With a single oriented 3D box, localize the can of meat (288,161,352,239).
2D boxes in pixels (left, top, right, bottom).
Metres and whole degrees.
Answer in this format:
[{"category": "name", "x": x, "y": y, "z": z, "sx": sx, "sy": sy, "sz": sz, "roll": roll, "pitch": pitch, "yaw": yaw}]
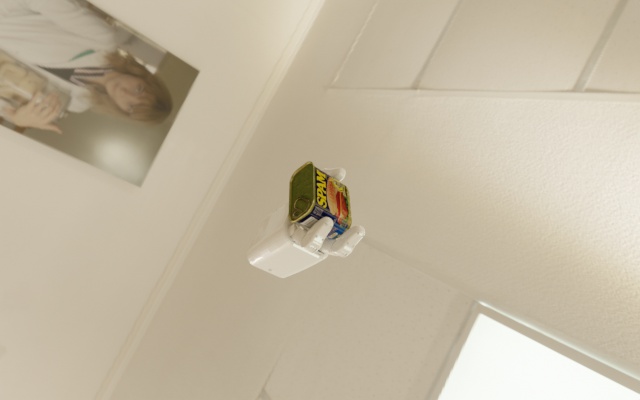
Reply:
[{"category": "can of meat", "x": 0.000, "y": 0.002, "z": 0.749, "sx": 0.084, "sy": 0.102, "sz": 0.057, "roll": 30, "pitch": -49, "yaw": -32}]
